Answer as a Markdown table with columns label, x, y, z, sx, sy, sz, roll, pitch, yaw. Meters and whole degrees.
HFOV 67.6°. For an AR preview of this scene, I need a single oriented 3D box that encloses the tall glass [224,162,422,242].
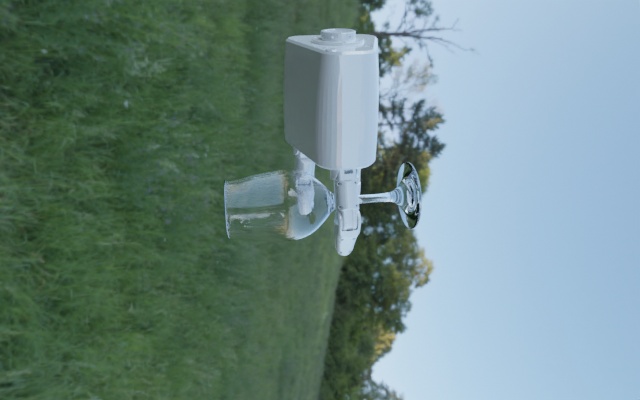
| label | x | y | z | sx | sy | sz | roll | pitch | yaw |
| --- | --- | --- | --- | --- | --- | --- | --- | --- | --- |
| tall glass | 0.001 | 0.002 | 0.512 | 0.201 | 0.079 | 0.079 | -5 | 1 | -9 |
